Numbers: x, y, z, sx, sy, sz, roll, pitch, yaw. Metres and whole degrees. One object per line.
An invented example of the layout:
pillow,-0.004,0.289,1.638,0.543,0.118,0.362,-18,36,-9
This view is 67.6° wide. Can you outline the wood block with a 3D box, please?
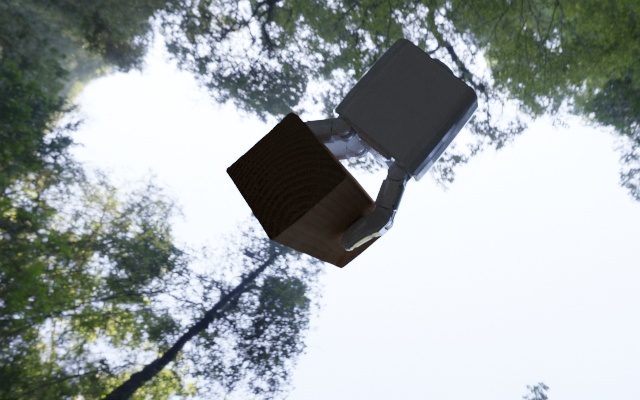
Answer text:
wood block,0.001,0.002,0.523,0.090,0.090,0.206,-40,-25,6
